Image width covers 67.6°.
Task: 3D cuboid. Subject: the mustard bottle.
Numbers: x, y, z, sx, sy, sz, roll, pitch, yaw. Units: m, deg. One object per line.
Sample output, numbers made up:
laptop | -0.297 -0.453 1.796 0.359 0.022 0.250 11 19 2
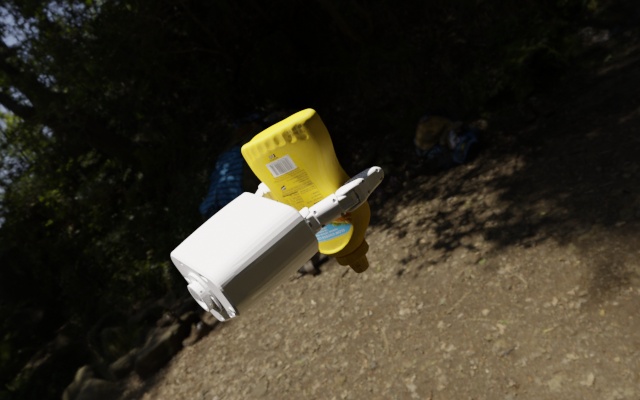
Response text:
mustard bottle | 0.000 0.001 0.526 0.096 0.192 0.058 -20 19 35
